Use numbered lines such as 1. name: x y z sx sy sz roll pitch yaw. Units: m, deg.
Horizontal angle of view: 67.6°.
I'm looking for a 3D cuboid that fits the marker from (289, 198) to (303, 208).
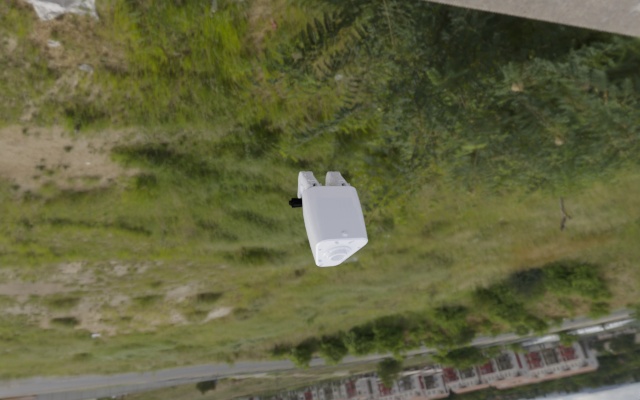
1. marker: 0.000 0.003 0.889 0.121 0.020 0.020 -2 0 -20
